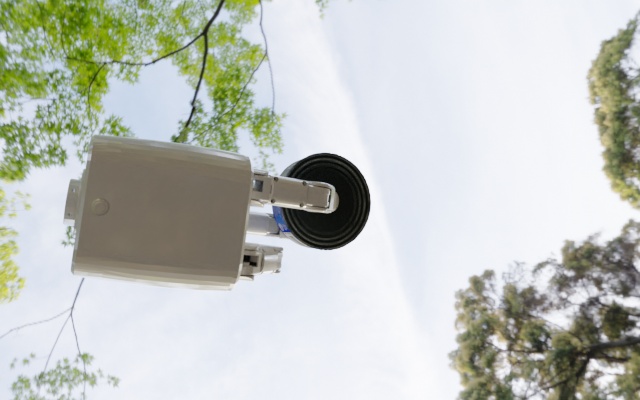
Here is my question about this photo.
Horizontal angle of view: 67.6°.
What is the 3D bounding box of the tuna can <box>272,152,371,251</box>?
[{"bbox_3d":[0.000,0.001,0.431,0.086,0.086,0.034,0,-3,-22],"label":"tuna can"}]
